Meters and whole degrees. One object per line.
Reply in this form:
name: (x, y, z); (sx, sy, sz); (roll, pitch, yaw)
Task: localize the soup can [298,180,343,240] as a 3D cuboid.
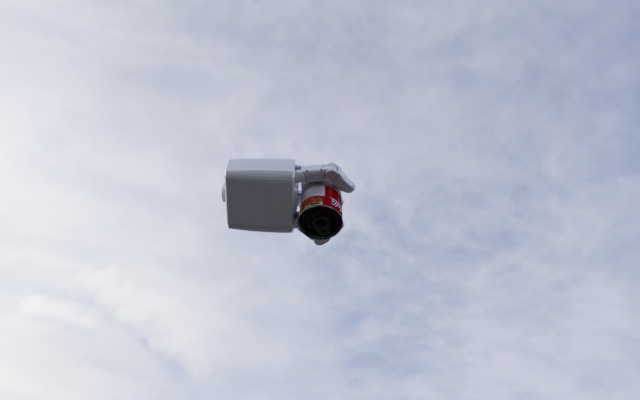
soup can: (0.001, 0.002, 0.749); (0.068, 0.069, 0.102); (0, 39, 1)
